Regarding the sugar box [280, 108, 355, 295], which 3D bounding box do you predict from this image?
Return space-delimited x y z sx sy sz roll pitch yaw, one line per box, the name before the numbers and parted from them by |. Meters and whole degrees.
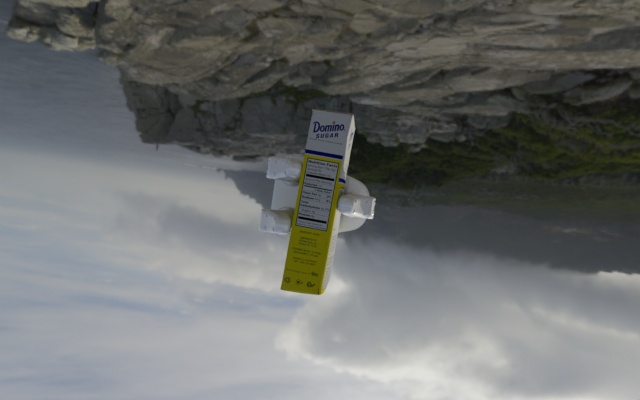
sugar box | 0.000 0.002 0.490 0.048 0.176 0.093 8 0 5
